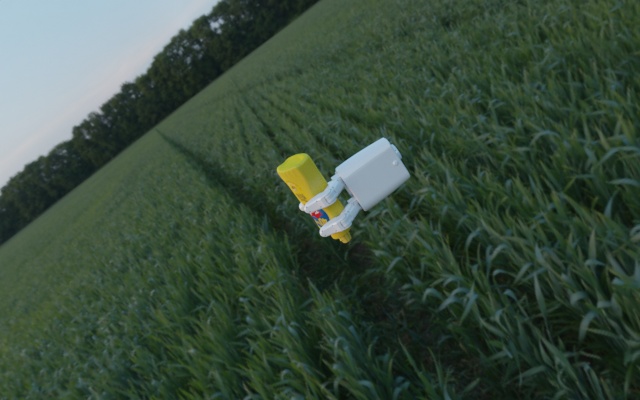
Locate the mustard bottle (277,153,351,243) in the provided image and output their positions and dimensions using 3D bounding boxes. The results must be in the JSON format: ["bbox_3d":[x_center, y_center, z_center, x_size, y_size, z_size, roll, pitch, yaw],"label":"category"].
[{"bbox_3d":[0.000,0.003,0.894,0.058,0.192,0.096,-43,20,-20],"label":"mustard bottle"}]
